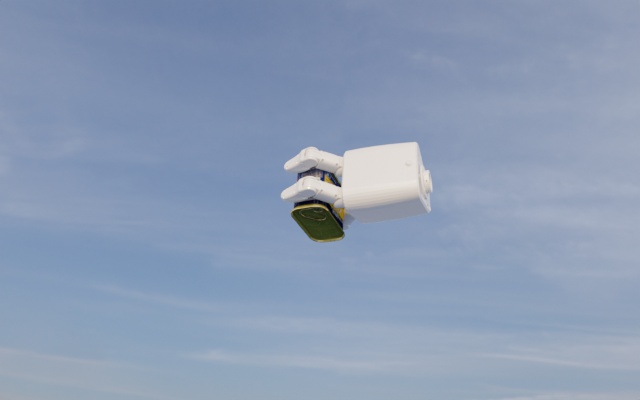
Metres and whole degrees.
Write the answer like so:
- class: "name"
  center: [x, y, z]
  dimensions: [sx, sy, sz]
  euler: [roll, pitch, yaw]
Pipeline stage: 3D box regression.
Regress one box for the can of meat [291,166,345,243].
- class: "can of meat"
  center: [0.000, 0.002, 0.723]
  dimensions: [0.057, 0.084, 0.102]
  euler: [-9, -36, 21]
